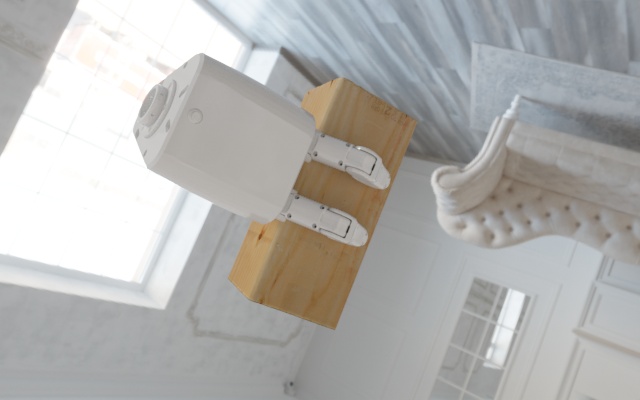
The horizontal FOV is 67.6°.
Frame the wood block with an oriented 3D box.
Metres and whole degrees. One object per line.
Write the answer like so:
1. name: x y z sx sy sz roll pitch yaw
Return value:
1. wood block: 0.000 0.001 0.458 0.090 0.206 0.091 25 -6 -22
